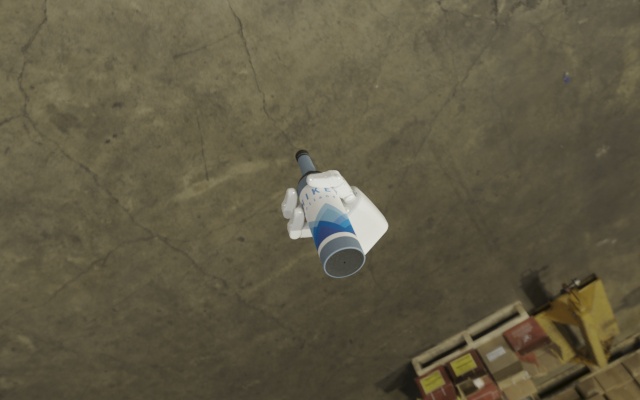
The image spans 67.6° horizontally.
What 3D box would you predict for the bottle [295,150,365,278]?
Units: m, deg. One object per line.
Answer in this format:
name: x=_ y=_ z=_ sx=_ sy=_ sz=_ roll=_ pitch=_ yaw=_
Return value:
bottle: x=0.000 y=0.003 z=0.832 sx=0.069 sy=0.069 sz=0.295 roll=0 pitch=39 yaw=-19
